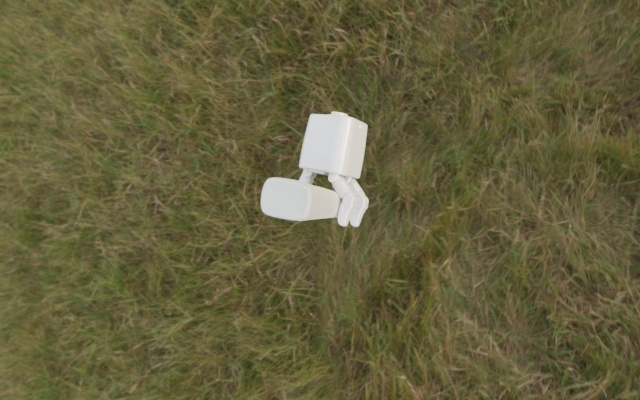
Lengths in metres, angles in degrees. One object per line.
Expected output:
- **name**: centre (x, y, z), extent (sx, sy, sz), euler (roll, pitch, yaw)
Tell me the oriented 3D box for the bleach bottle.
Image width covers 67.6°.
- **bleach bottle**: centre (0.000, 0.003, 0.897), extent (0.102, 0.068, 0.251), euler (11, 3, 28)
